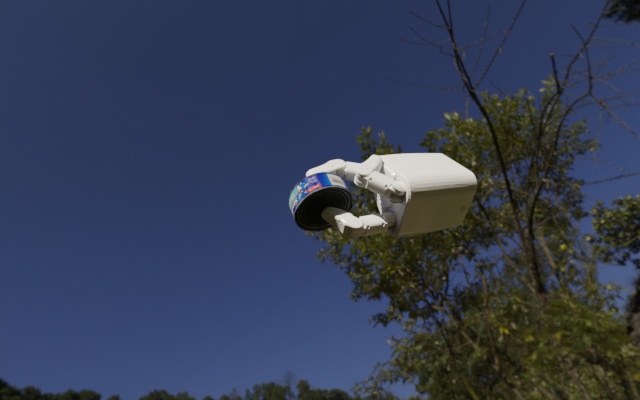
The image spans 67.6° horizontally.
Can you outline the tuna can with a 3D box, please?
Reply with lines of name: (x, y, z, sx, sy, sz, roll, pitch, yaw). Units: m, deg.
tuna can: (0.000, 0.002, 0.660, 0.086, 0.086, 0.033, 0, 44, -27)
